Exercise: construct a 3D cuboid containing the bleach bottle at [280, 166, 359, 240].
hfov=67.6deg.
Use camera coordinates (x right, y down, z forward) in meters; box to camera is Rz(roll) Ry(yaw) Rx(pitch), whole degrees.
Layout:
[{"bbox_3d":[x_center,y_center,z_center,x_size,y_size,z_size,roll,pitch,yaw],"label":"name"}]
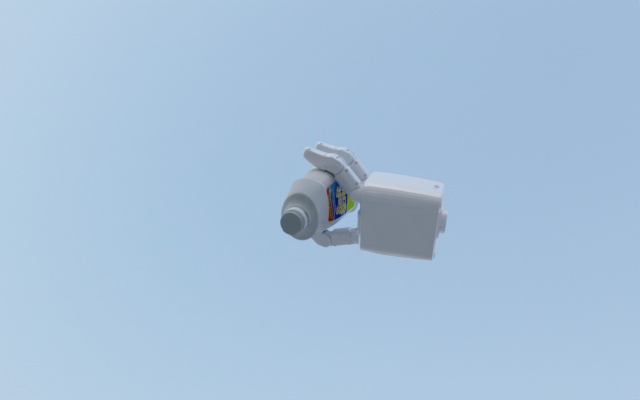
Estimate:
[{"bbox_3d":[0.000,0.002,0.681,0.068,0.102,0.250,8,18,15],"label":"bleach bottle"}]
